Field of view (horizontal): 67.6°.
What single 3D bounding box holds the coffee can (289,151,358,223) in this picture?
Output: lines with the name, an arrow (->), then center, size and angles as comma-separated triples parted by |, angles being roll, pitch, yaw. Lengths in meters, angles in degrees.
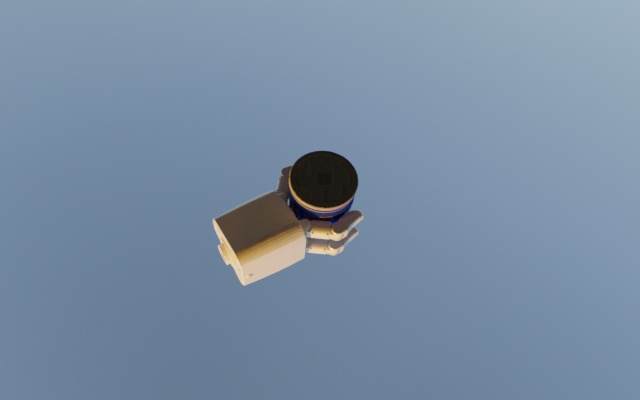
coffee can -> 0.000, 0.002, 0.762 | 0.103, 0.102, 0.140 | 0, -30, -5
